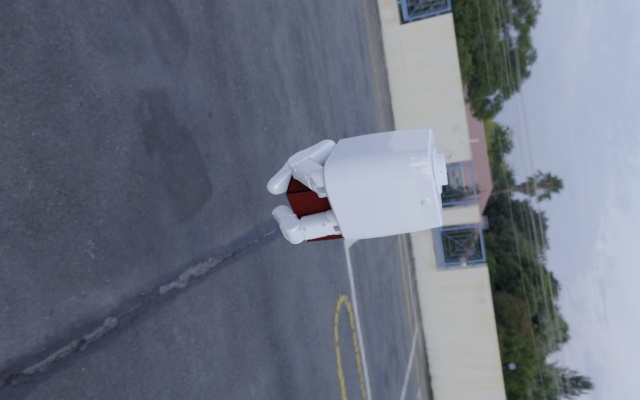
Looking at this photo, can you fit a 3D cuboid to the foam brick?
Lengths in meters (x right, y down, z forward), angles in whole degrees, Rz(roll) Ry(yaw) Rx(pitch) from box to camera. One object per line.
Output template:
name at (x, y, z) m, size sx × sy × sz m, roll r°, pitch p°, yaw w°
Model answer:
foam brick at (0.000, 0.002, 0.552) m, size 0.051 × 0.078 × 0.053 m, roll -8°, pitch 39°, yaw 17°
